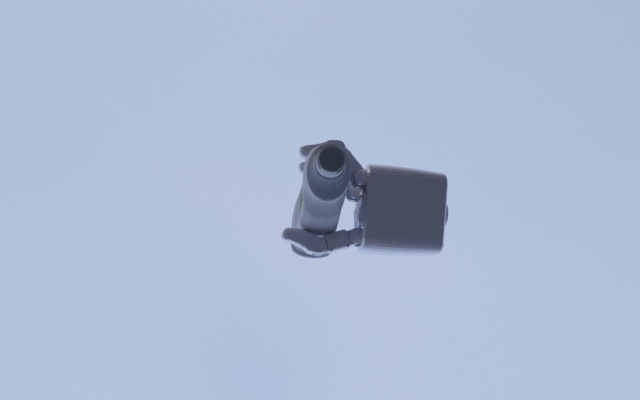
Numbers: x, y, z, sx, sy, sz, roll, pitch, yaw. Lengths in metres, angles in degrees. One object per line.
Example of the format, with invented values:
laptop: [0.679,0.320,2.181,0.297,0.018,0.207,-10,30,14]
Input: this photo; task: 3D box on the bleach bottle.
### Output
bleach bottle: [0.000,0.002,0.617,0.068,0.102,0.251,5,-18,-4]
